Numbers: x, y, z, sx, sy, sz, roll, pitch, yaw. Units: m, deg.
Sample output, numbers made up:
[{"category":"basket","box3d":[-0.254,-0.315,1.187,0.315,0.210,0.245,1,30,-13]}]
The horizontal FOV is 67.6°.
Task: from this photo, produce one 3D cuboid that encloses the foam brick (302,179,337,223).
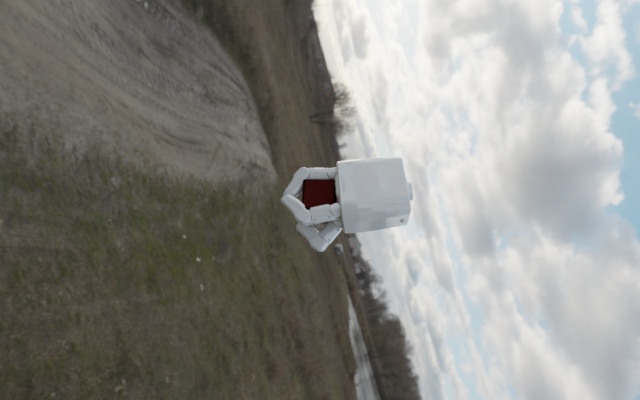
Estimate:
[{"category":"foam brick","box3d":[0.000,0.003,0.787,0.051,0.053,0.078,0,-19,6]}]
